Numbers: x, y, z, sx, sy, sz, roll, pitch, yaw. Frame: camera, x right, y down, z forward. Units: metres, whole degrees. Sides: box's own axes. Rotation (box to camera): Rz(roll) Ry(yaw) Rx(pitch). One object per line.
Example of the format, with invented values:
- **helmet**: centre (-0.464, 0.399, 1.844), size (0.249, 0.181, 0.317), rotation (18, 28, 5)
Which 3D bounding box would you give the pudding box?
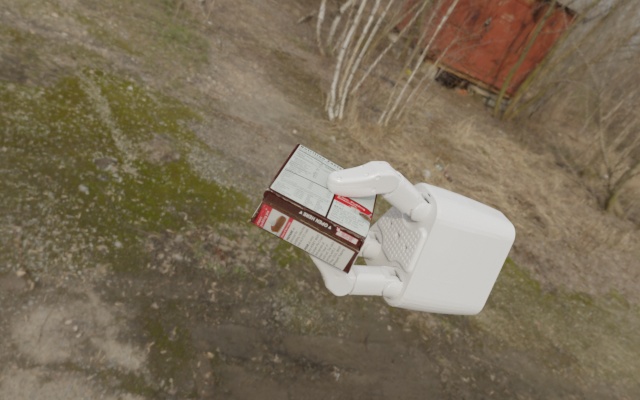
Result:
- **pudding box**: centre (0.000, 0.001, 0.414), size (0.090, 0.039, 0.113), rotation (27, 26, -2)
